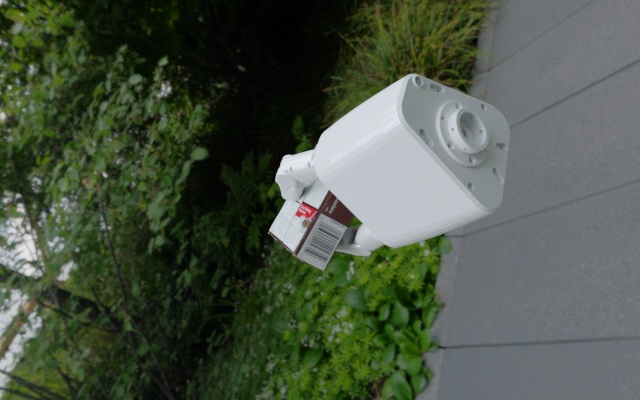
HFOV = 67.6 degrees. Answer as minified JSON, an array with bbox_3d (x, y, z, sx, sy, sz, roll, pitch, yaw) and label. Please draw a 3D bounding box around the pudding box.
[{"bbox_3d":[0.000,0.001,0.470,0.039,0.113,0.090,31,-2,-23],"label":"pudding box"}]
